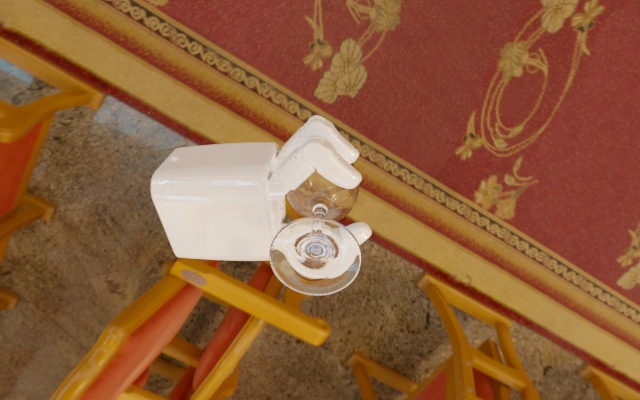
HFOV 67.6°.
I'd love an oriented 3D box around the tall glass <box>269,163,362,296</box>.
[{"bbox_3d":[0.000,0.002,0.468,0.079,0.079,0.201,0,27,3],"label":"tall glass"}]
